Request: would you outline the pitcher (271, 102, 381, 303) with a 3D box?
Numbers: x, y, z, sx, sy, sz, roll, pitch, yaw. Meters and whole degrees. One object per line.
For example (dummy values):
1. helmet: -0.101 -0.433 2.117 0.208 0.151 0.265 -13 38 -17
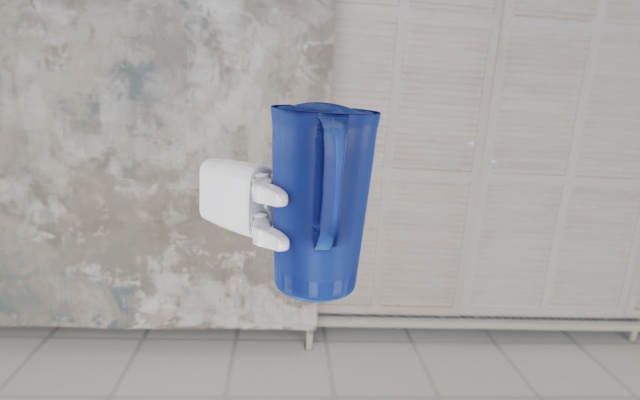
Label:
1. pitcher: 0.000 0.002 0.597 0.145 0.243 0.149 14 17 36
